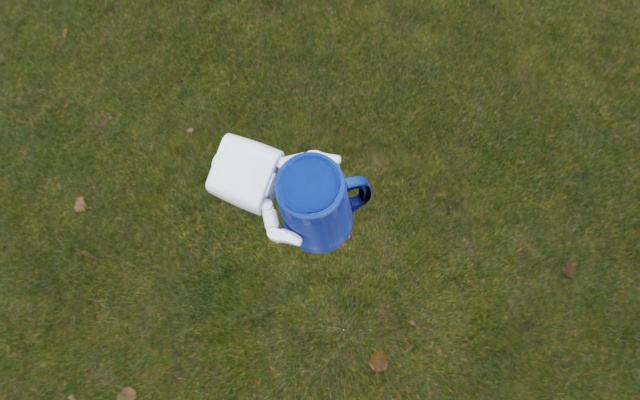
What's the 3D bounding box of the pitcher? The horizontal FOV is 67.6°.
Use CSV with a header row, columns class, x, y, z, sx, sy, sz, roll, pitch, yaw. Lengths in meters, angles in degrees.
class,x,y,z,sx,sy,sz,roll,pitch,yaw
pitcher,0.000,0.003,0.822,0.145,0.149,0.243,22,-13,9
